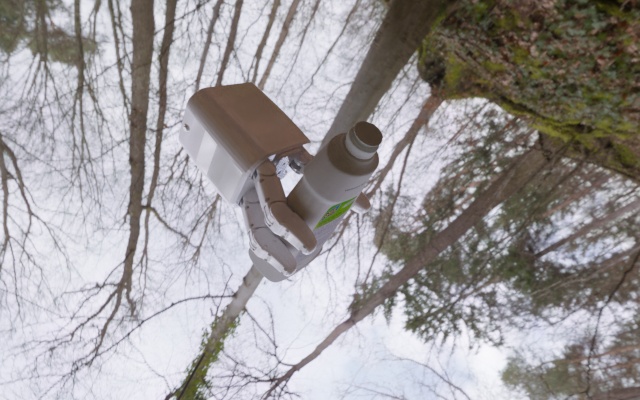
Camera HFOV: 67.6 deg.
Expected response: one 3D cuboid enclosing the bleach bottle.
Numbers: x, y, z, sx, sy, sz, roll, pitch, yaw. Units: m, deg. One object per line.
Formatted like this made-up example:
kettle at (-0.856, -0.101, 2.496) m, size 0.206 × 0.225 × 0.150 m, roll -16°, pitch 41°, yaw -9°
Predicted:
bleach bottle at (0.000, 0.002, 0.522) m, size 0.102 × 0.068 × 0.251 m, roll -34°, pitch -12°, yaw -38°
